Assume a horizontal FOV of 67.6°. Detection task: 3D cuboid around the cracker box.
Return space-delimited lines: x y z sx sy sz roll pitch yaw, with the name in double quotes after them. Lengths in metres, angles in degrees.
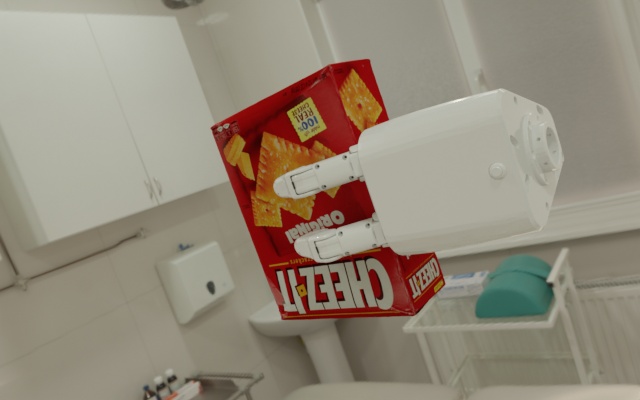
0.000 0.001 0.446 0.164 0.214 0.072 -14 8 41 "cracker box"
